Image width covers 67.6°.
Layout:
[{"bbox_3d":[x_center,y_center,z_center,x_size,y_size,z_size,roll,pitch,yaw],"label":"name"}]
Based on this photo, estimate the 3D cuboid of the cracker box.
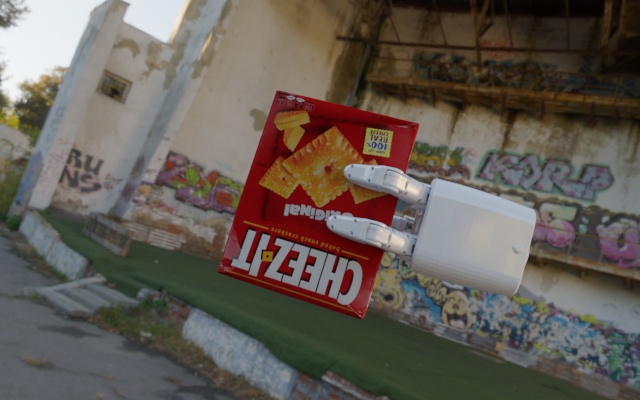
[{"bbox_3d":[0.000,0.002,0.526,0.164,0.213,0.072,16,-7,9],"label":"cracker box"}]
